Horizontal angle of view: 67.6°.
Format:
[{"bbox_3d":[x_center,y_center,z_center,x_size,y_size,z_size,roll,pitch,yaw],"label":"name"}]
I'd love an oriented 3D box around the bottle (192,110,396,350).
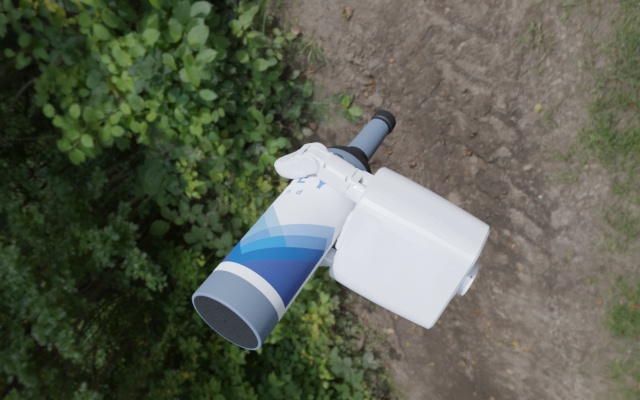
[{"bbox_3d":[0.000,0.002,0.456,0.069,0.069,0.295,0,39,40],"label":"bottle"}]
